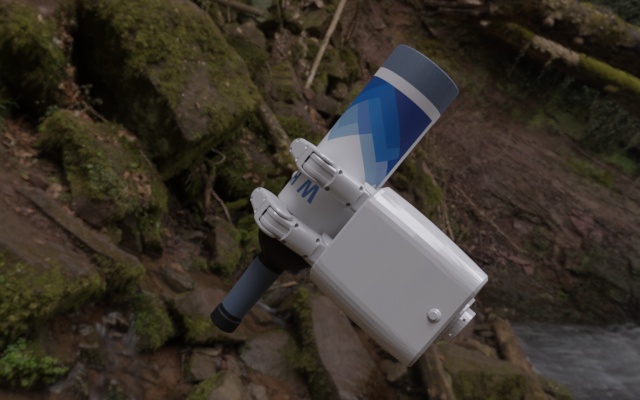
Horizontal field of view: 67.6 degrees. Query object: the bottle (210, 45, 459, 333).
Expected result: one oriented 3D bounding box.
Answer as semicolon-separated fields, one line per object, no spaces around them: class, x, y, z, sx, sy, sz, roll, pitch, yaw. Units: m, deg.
bottle;0.000;0.001;0.427;0.069;0.296;0.069;38;7;-6
